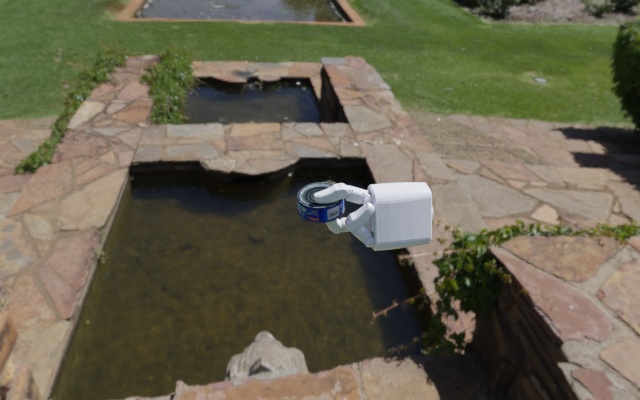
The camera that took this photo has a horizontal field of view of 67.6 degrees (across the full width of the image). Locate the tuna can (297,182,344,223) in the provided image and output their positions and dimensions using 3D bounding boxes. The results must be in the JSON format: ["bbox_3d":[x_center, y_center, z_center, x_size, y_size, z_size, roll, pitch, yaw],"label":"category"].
[{"bbox_3d":[0.000,0.002,0.862,0.086,0.034,0.086,-2,34,2],"label":"tuna can"}]
